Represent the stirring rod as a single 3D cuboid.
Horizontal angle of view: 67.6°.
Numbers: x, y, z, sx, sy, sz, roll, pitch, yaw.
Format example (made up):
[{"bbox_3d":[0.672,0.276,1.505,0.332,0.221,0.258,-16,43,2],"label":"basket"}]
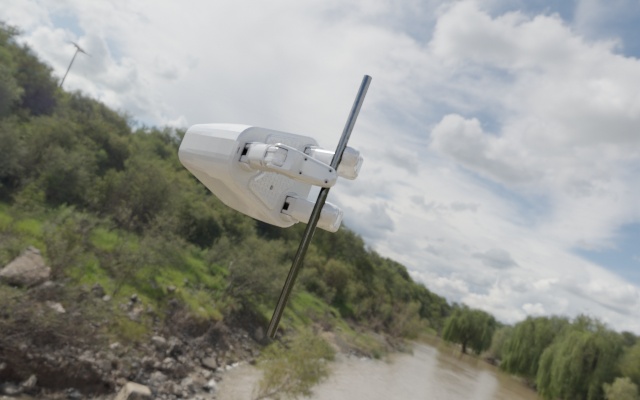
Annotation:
[{"bbox_3d":[0.000,0.001,0.412,0.011,0.239,0.011,20,-7,3],"label":"stirring rod"}]
